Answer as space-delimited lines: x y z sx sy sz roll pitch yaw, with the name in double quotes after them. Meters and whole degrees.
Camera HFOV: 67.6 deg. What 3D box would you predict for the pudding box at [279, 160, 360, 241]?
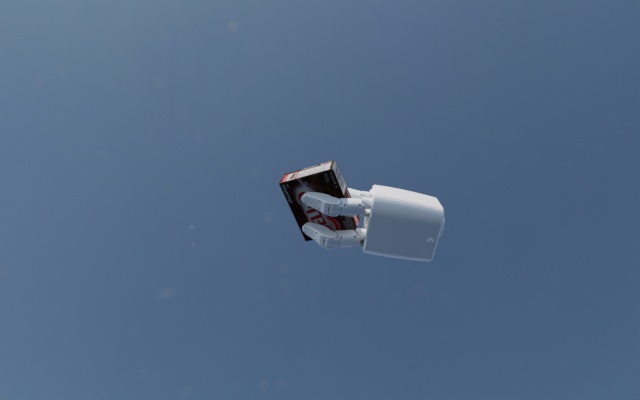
0.000 0.002 0.736 0.090 0.113 0.039 -15 24 19 "pudding box"
